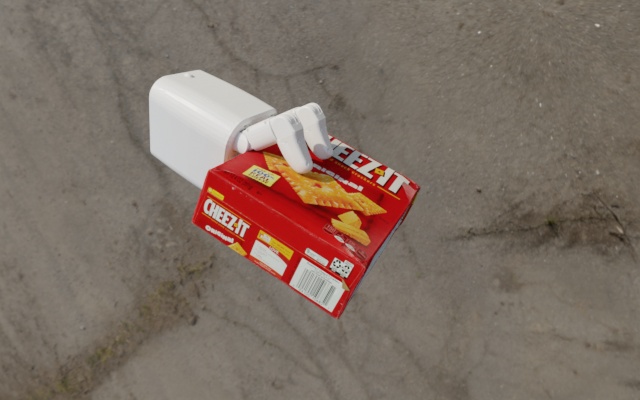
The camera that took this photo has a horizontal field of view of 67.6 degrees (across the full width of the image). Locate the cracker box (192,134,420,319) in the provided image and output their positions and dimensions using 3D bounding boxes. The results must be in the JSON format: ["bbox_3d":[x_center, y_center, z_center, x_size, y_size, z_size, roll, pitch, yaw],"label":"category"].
[{"bbox_3d":[0.000,0.002,0.501,0.164,0.072,0.213,32,30,11],"label":"cracker box"}]
